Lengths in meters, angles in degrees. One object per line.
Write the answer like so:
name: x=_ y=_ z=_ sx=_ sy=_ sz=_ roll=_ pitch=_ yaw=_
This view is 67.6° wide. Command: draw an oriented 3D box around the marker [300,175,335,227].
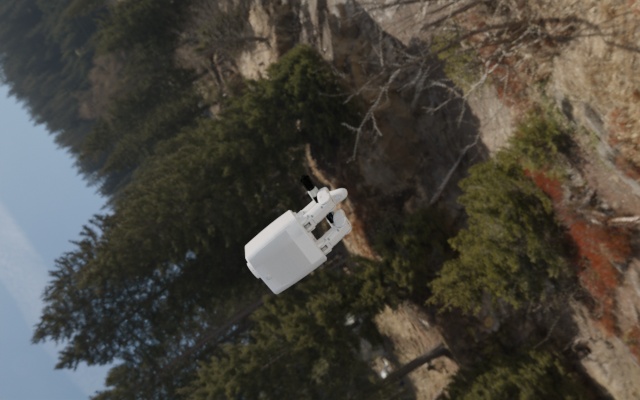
marker: x=0.000 y=0.003 z=0.841 sx=0.020 sy=0.121 sz=0.020 roll=-26 pitch=29 yaw=16
